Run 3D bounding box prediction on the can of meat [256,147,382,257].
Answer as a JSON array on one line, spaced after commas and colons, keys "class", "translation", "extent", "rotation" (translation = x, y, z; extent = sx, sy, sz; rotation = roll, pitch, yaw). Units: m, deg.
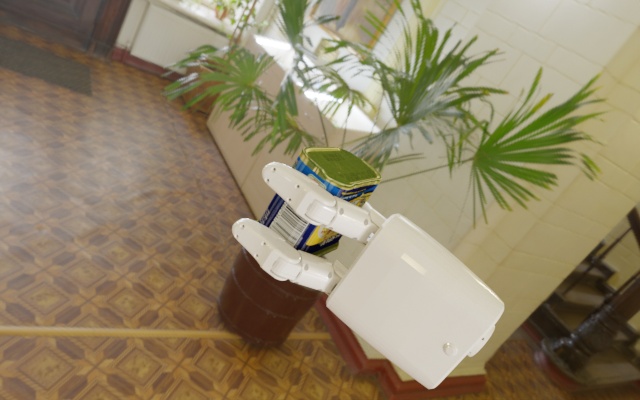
[{"class": "can of meat", "translation": [0.000, 0.001, 0.420], "extent": [0.057, 0.084, 0.102], "rotation": [41, 23, 18]}]
